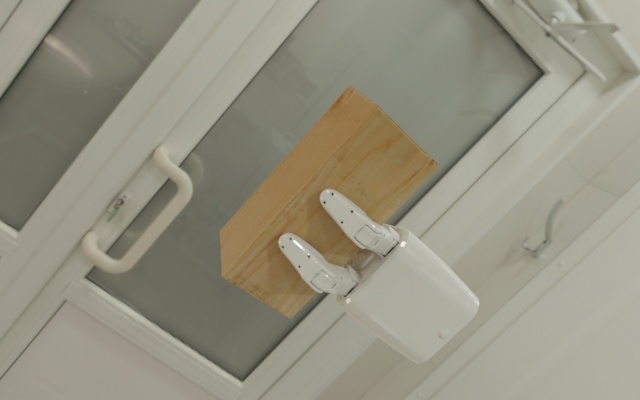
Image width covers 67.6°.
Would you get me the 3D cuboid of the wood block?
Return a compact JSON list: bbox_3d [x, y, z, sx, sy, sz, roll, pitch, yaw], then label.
[{"bbox_3d":[0.000,0.002,0.472,0.090,0.206,0.090,38,11,-25],"label":"wood block"}]
